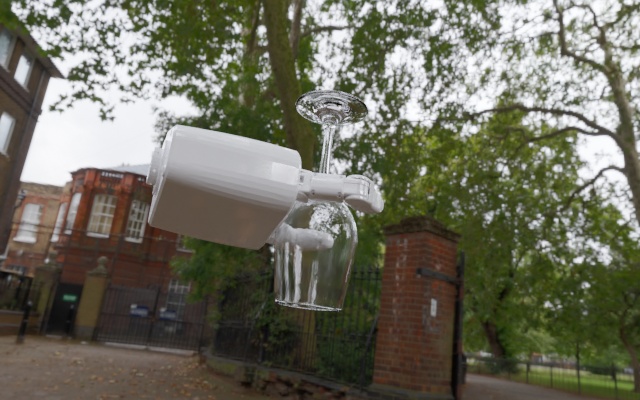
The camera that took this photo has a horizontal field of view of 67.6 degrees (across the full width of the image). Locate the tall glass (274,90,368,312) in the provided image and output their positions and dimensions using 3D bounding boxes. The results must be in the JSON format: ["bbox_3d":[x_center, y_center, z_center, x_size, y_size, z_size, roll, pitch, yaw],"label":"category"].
[{"bbox_3d":[0.000,0.001,0.458,0.079,0.201,0.079,6,-16,2],"label":"tall glass"}]
